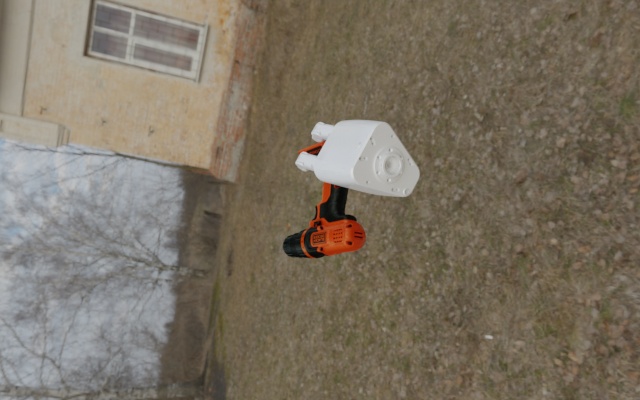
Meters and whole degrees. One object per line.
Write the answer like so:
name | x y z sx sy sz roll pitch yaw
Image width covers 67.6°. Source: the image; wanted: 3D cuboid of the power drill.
power drill | 0.000 0.002 0.802 0.057 0.187 0.184 9 -16 -41
